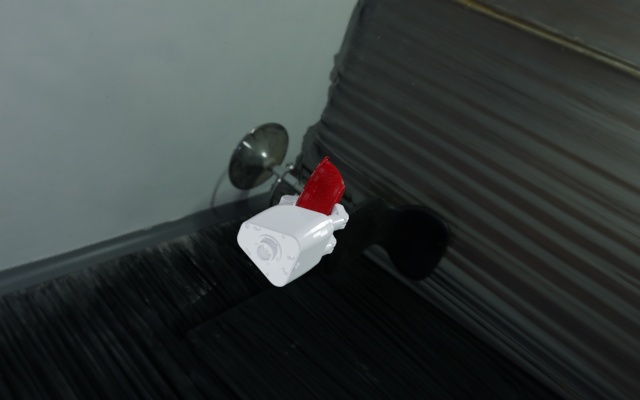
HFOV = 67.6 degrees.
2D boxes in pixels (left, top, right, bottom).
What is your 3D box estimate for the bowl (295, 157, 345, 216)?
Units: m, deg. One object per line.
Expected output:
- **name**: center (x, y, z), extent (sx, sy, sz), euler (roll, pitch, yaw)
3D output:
- **bowl**: center (0.001, 0.002, 0.879), extent (0.055, 0.162, 0.162), euler (27, 3, 7)
